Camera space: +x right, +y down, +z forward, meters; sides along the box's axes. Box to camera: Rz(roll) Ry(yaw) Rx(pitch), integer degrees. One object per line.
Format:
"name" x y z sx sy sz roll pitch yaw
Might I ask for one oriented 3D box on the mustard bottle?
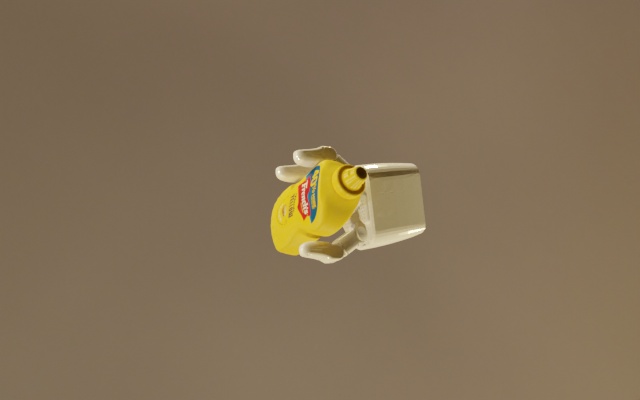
"mustard bottle" 0.000 0.002 0.618 0.058 0.096 0.192 18 -29 -25
